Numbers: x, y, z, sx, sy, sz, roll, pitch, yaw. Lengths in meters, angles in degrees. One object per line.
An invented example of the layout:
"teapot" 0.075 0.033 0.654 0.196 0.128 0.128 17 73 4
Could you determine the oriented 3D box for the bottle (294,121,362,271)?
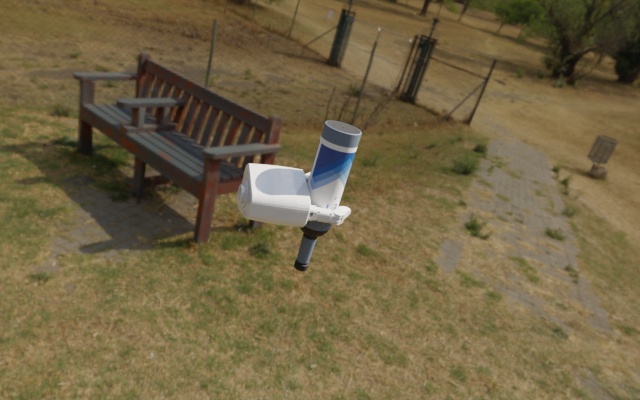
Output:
"bottle" 0.000 0.003 0.883 0.069 0.296 0.069 14 24 -6
